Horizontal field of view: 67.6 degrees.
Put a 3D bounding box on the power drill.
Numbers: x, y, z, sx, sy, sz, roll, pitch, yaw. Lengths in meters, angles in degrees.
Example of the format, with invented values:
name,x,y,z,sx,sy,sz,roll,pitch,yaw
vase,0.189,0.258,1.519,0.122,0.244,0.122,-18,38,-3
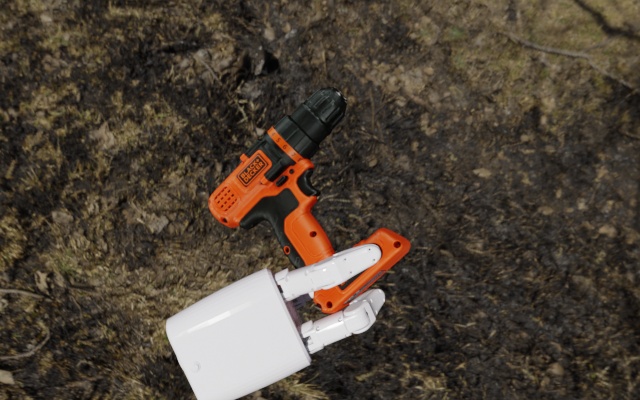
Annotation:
name,x,y,z,sx,sy,sz,roll,pitch,yaw
power drill,0.000,0.002,0.479,0.184,0.187,0.057,-45,-19,9
